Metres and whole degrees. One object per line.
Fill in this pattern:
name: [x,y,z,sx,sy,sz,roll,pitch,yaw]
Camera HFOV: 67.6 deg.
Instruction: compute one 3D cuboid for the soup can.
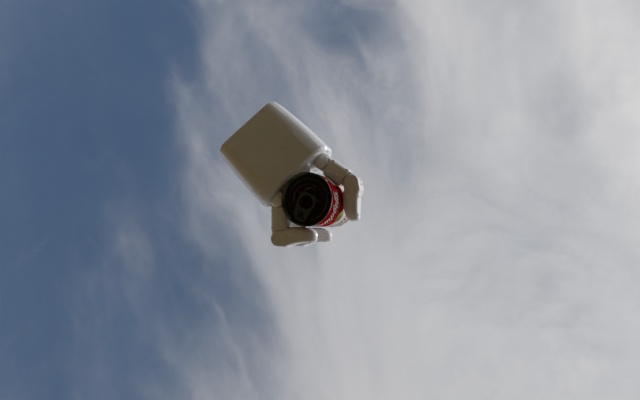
soup can: [0.001,0.002,0.632,0.068,0.068,0.102,0,-4,21]
